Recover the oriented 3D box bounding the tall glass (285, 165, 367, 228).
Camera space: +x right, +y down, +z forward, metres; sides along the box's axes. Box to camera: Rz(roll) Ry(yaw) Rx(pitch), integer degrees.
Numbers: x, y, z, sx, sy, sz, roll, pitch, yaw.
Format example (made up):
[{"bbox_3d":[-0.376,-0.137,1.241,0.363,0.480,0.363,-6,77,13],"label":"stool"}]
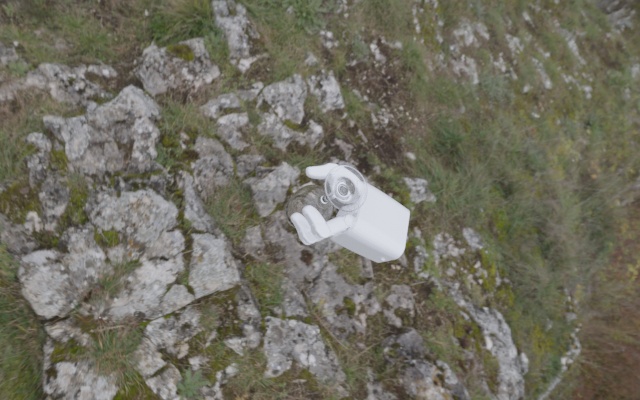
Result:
[{"bbox_3d":[0.000,0.002,0.826,0.079,0.079,0.201,0,-12,-25],"label":"tall glass"}]
